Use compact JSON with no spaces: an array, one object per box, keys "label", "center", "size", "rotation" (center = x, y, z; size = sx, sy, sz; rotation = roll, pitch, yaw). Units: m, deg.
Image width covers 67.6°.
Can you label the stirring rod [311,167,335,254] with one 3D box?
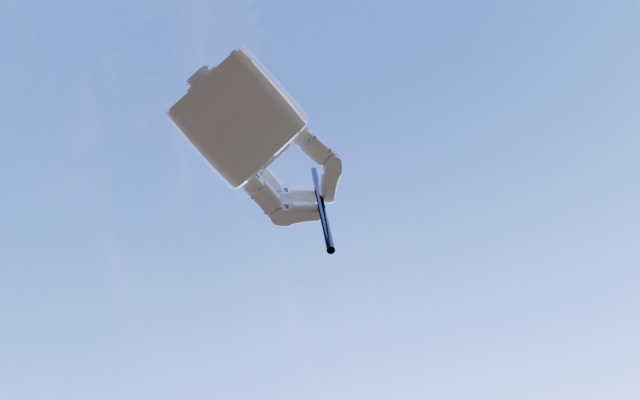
[{"label":"stirring rod","center":[0.000,0.002,0.542],"size":[0.011,0.011,0.239],"rotation":[0,21,-5]}]
